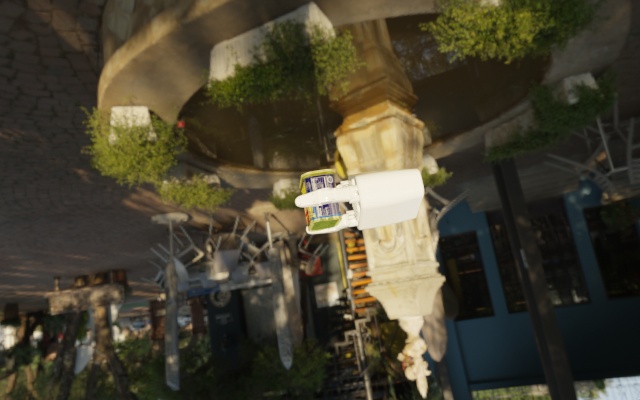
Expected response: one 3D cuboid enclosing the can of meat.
[{"bbox_3d":[0.000,0.003,0.813,0.057,0.084,0.102,-9,-12,-8],"label":"can of meat"}]
